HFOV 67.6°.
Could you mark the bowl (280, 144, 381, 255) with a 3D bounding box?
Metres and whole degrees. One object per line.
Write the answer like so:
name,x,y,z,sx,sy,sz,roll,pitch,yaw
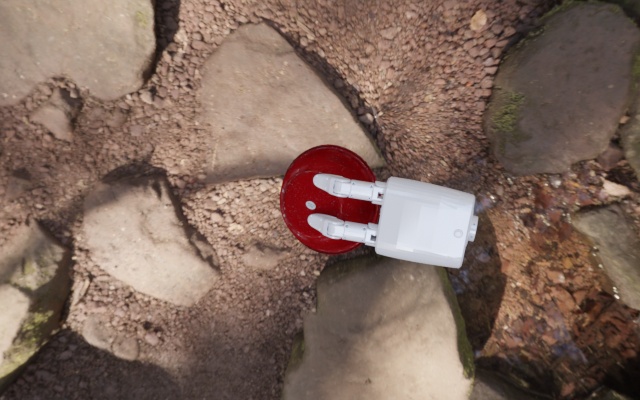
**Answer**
bowl,-0.001,0.002,0.672,0.162,0.162,0.055,0,6,27
